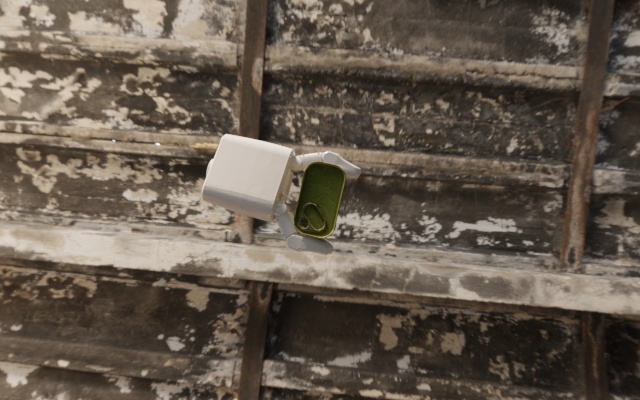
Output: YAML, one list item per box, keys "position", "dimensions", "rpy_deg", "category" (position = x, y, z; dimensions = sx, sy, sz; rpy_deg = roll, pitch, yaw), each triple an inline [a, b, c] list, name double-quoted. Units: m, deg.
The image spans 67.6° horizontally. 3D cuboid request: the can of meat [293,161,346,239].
- position: [0.000, 0.002, 0.679]
  dimensions: [0.057, 0.102, 0.084]
  rpy_deg: [12, -4, 3]
  category: "can of meat"
